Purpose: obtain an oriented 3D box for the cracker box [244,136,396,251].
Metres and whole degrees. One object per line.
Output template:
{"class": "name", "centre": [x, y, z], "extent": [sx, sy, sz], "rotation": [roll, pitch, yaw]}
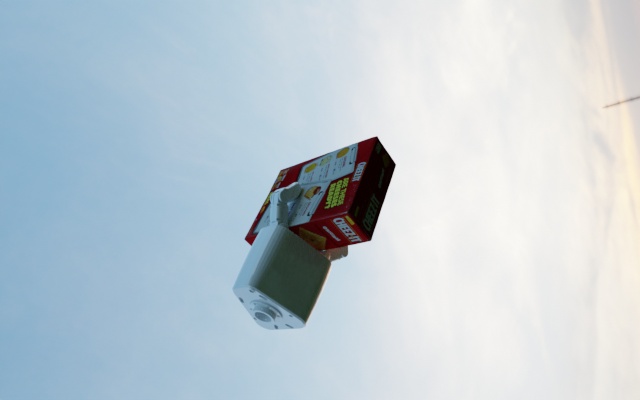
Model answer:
{"class": "cracker box", "centre": [0.000, 0.002, 0.755], "extent": [0.214, 0.164, 0.072], "rotation": [-15, -52, 39]}
